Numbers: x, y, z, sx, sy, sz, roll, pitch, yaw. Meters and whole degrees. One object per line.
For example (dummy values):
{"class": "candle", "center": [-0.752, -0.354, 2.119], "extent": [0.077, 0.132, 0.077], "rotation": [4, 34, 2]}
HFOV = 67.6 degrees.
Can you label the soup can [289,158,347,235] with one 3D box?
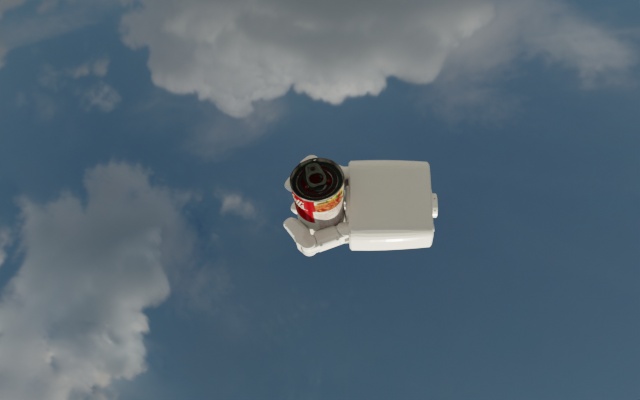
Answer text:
{"class": "soup can", "center": [0.000, 0.002, 0.626], "extent": [0.068, 0.068, 0.102], "rotation": [0, -35, 6]}
